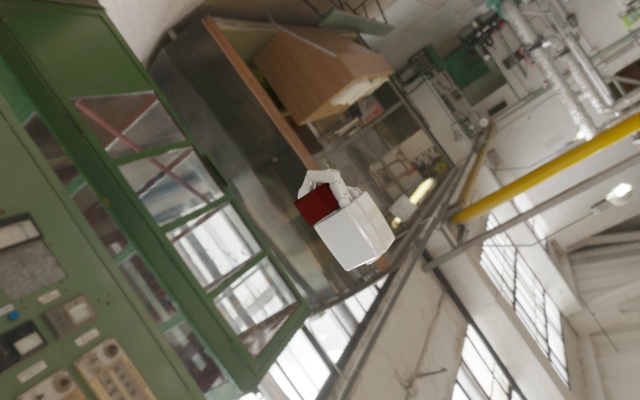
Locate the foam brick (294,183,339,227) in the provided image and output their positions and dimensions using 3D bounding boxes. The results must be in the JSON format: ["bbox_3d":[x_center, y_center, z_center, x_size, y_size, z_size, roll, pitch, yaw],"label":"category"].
[{"bbox_3d":[0.000,0.003,0.842,0.053,0.051,0.078,-33,1,27],"label":"foam brick"}]
